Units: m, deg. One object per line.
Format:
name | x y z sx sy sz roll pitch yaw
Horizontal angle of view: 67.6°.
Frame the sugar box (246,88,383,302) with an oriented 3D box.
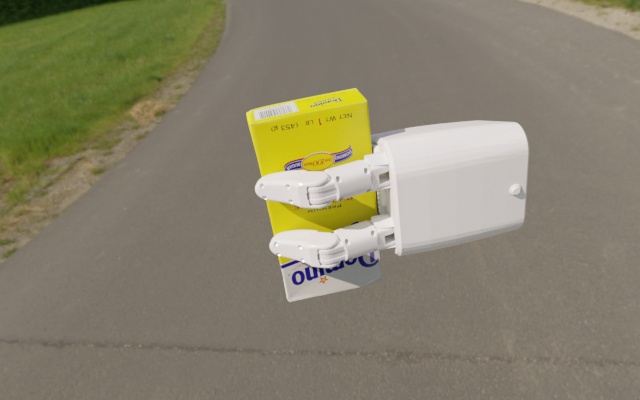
sugar box | 0.000 0.001 0.411 0.093 0.176 0.048 -12 27 -4
